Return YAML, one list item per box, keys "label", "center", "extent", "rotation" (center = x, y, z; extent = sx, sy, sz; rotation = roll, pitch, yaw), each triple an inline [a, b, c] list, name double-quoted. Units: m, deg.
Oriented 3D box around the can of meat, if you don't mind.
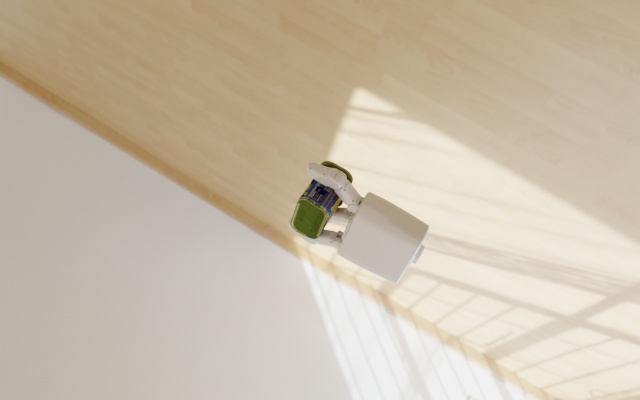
- label: "can of meat"
  center: [0.000, 0.003, 0.747]
  extent: [0.057, 0.084, 0.102]
  rotation: [30, -34, 6]
